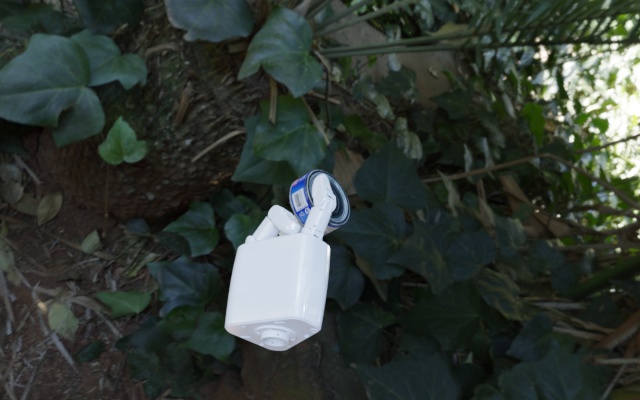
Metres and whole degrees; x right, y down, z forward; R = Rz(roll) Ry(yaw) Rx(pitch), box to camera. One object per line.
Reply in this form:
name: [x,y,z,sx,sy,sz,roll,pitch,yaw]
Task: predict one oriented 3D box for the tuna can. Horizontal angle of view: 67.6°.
tuna can: [0.001,0.002,0.648,0.034,0.086,0.086,-31,-19,35]
